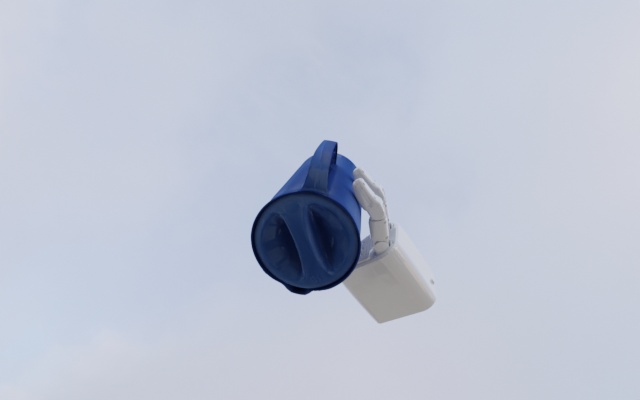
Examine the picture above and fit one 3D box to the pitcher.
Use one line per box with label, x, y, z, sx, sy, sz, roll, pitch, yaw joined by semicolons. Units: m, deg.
pitcher;0.000;0.002;0.668;0.149;0.145;0.242;-34;13;19
